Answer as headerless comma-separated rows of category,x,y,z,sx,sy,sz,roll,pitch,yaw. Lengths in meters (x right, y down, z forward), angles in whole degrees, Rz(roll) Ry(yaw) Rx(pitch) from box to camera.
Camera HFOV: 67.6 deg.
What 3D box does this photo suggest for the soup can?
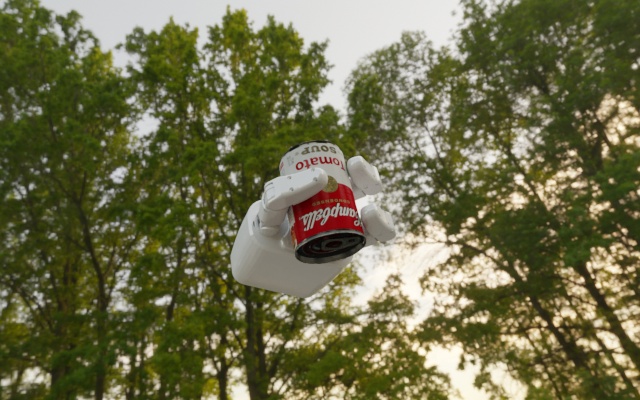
soup can,0.000,0.001,0.464,0.068,0.102,0.068,-10,-28,-5
